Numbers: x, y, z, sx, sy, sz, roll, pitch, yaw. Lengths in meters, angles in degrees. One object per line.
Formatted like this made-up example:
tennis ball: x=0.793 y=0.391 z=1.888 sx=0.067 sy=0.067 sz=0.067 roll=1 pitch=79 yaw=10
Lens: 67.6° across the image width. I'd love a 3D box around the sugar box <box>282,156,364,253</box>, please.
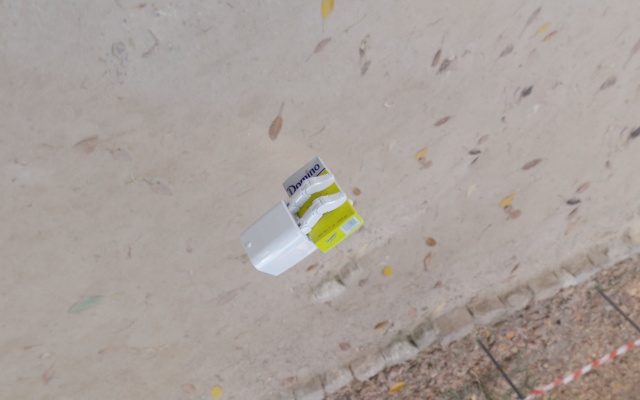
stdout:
sugar box: x=0.000 y=0.003 z=0.891 sx=0.093 sy=0.176 sz=0.048 roll=-38 pitch=-40 yaw=6
